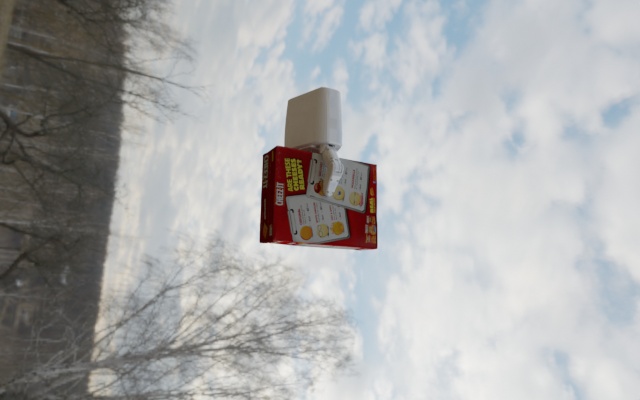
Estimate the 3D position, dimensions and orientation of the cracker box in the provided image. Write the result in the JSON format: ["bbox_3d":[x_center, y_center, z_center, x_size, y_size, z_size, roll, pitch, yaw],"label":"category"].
[{"bbox_3d":[0.000,0.003,0.865,0.214,0.164,0.072,7,-13,-29],"label":"cracker box"}]
